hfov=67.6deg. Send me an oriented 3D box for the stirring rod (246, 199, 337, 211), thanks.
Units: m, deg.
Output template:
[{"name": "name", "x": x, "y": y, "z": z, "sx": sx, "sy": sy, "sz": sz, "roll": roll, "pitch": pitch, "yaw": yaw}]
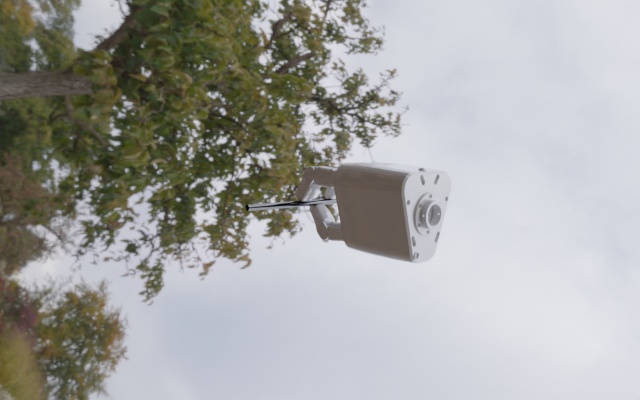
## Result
[{"name": "stirring rod", "x": 0.000, "y": 0.002, "z": 0.667, "sx": 0.239, "sy": 0.011, "sz": 0.011, "roll": -4, "pitch": 3, "yaw": -41}]
